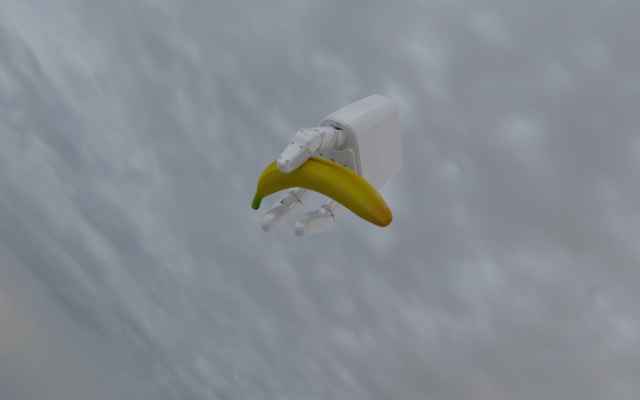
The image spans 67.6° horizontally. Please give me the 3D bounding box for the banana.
[{"bbox_3d":[-0.005,-0.016,0.539,0.198,0.070,0.037,7,24,39],"label":"banana"}]
